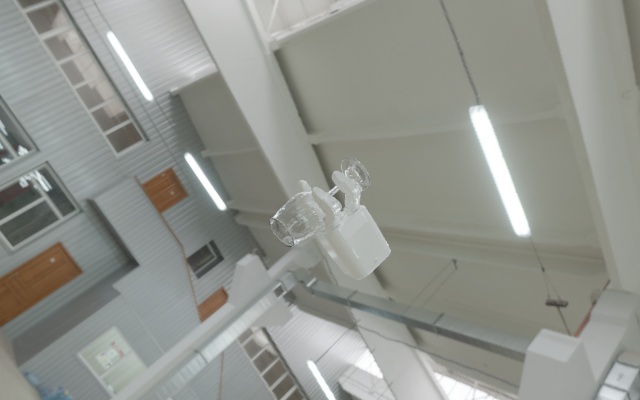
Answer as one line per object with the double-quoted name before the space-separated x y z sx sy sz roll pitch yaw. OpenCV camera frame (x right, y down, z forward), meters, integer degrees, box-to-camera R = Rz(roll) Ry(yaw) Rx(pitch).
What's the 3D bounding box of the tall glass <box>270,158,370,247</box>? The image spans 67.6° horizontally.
"tall glass" 0.000 0.002 0.882 0.201 0.079 0.079 -38 20 -28
